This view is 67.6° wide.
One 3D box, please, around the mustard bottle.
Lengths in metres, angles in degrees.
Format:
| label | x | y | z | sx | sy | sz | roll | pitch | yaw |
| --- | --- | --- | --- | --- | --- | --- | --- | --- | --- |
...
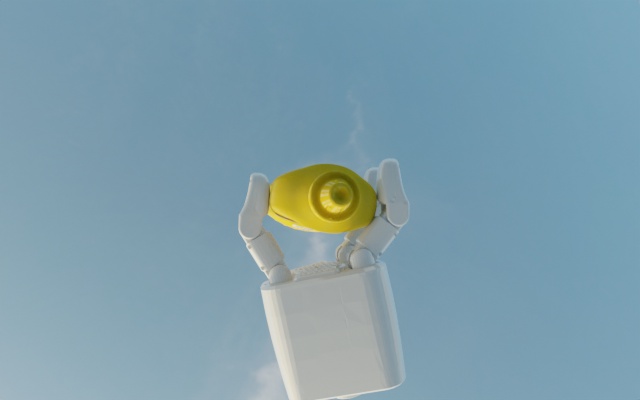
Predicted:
| label | x | y | z | sx | sy | sz | roll | pitch | yaw |
| --- | --- | --- | --- | --- | --- | --- | --- | --- | --- |
| mustard bottle | 0.000 | 0.001 | 0.446 | 0.096 | 0.058 | 0.191 | 11 | -4 | -8 |
